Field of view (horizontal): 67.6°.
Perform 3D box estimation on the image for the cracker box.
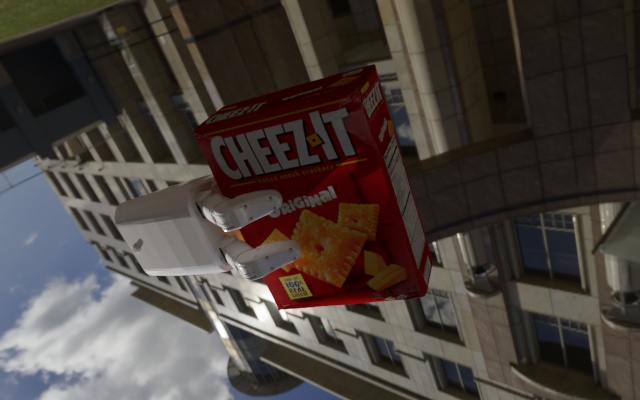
[{"bbox_3d":[0.000,0.002,0.458,0.164,0.214,0.072,-10,27,24],"label":"cracker box"}]
